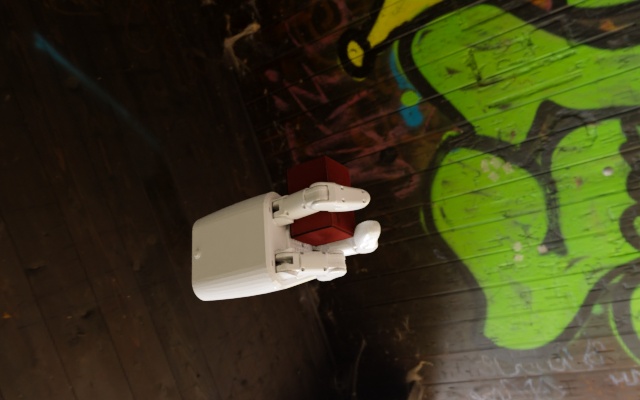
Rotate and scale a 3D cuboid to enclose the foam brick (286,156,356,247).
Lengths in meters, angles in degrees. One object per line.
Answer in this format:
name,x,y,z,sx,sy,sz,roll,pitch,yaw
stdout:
foam brick,0.000,0.001,0.499,0.051,0.078,0.053,-17,-24,28
